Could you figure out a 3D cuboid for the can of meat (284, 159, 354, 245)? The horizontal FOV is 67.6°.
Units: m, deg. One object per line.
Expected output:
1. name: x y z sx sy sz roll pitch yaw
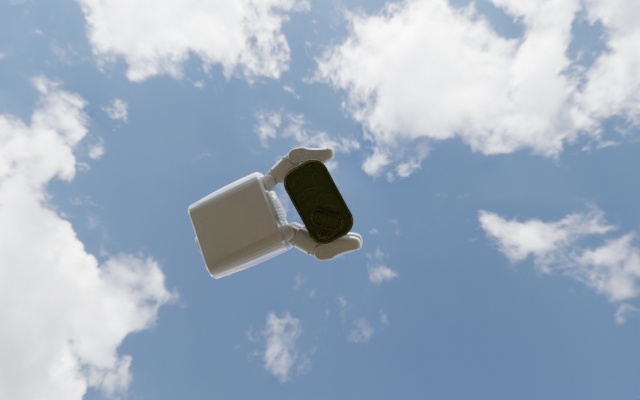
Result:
1. can of meat: 0.000 0.002 0.618 0.057 0.102 0.084 -29 -2 3
